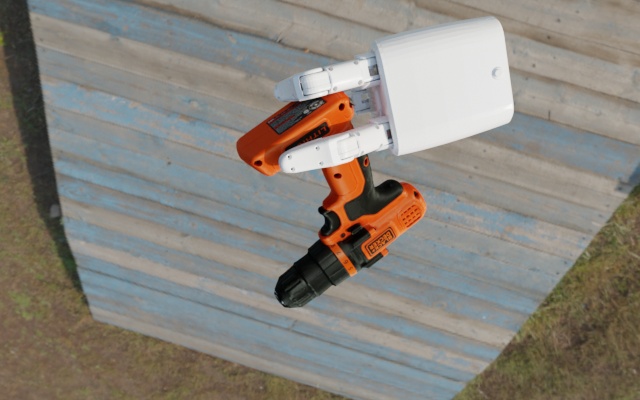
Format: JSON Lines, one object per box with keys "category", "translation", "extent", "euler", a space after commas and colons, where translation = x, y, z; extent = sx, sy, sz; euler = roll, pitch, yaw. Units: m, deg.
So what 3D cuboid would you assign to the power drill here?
{"category": "power drill", "translation": [0.000, 0.001, 0.459], "extent": [0.184, 0.188, 0.057], "euler": [-38, 37, -7]}
